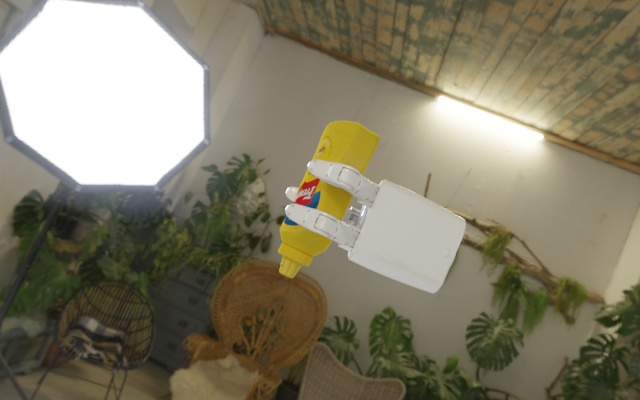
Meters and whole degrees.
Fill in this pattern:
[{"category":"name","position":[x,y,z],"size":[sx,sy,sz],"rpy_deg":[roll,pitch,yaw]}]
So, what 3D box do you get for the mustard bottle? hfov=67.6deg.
[{"category":"mustard bottle","position":[0.000,0.001,0.569],"size":[0.058,0.191,0.096],"rpy_deg":[27,-6,-24]}]
